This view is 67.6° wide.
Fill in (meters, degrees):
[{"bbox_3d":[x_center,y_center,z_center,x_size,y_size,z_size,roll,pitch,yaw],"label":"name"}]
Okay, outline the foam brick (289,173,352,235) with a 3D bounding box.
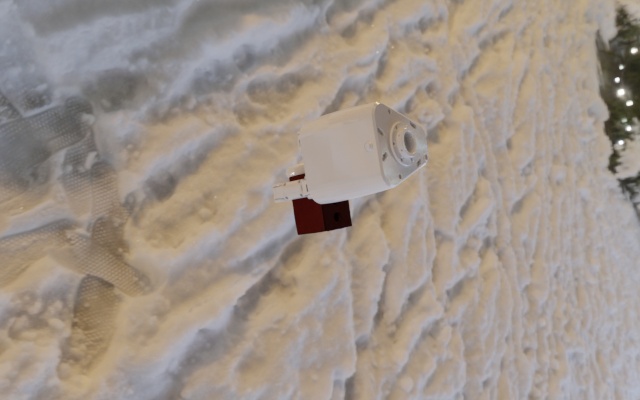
[{"bbox_3d":[0.000,0.002,0.607,0.051,0.078,0.053,-10,-2,41],"label":"foam brick"}]
